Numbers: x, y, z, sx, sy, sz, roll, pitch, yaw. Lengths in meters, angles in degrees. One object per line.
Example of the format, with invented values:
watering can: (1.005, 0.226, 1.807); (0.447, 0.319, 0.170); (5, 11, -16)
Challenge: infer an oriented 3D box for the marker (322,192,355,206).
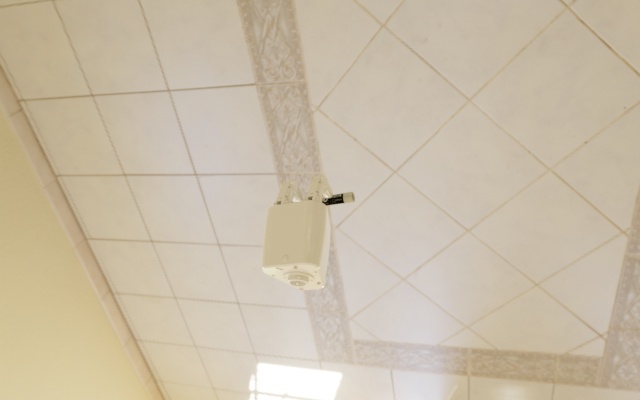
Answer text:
marker: (0.000, 0.003, 0.828); (0.121, 0.020, 0.020); (-9, -3, 22)
